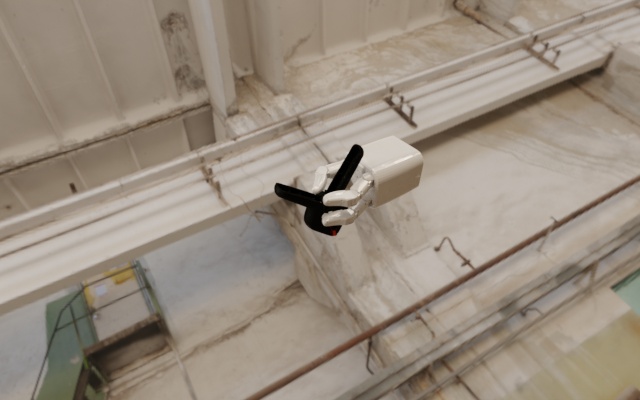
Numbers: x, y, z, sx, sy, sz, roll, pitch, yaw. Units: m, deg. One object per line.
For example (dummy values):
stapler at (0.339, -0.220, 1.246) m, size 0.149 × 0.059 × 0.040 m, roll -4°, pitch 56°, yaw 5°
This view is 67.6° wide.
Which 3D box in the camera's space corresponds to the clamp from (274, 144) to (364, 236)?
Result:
clamp at (0.000, 0.002, 0.854) m, size 0.164 × 0.036 × 0.210 m, roll -22°, pitch -36°, yaw -16°
